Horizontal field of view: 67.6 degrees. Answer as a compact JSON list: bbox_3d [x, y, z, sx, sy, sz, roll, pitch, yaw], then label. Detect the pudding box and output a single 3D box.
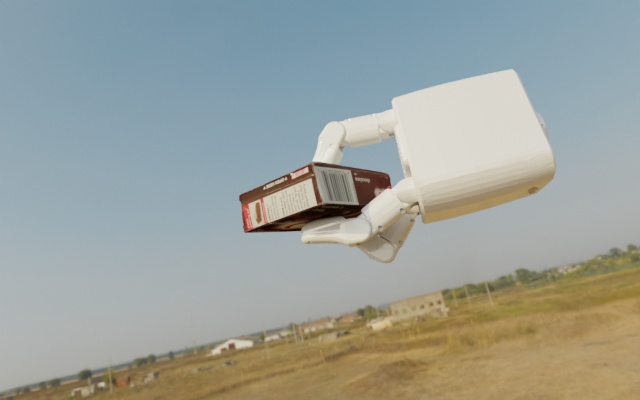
[{"bbox_3d":[0.000,0.001,0.421,0.090,0.039,0.113,-21,-17,37],"label":"pudding box"}]
